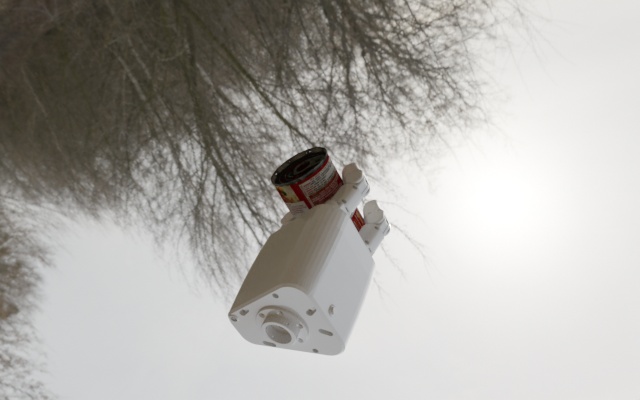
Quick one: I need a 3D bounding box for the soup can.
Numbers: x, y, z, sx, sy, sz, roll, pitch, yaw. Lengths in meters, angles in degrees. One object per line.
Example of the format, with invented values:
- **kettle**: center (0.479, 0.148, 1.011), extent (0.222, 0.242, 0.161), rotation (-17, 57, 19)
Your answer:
- **soup can**: center (0.000, 0.002, 0.527), extent (0.068, 0.102, 0.068), rotation (-25, 26, 13)
